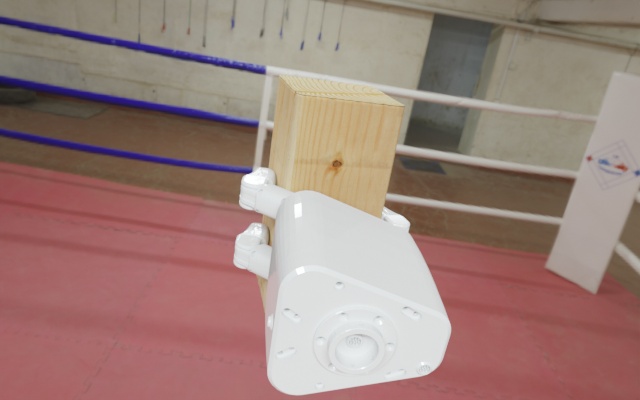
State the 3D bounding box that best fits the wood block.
[{"bbox_3d":[0.000,0.001,0.437,0.091,0.206,0.090,3,23,-16],"label":"wood block"}]
